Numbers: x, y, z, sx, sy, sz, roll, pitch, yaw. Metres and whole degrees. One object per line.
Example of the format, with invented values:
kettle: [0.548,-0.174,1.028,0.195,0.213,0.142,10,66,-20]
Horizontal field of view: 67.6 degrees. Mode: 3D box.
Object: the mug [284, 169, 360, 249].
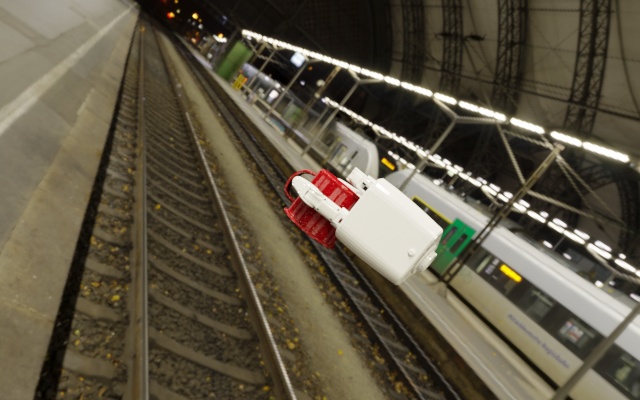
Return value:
mug: [-0.001,0.001,0.689,0.117,0.081,0.093,41,7,17]
